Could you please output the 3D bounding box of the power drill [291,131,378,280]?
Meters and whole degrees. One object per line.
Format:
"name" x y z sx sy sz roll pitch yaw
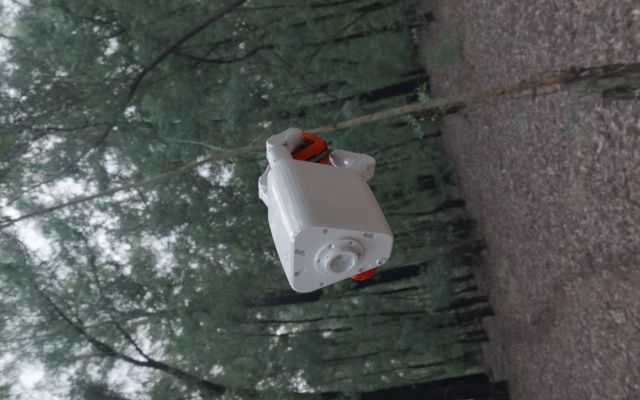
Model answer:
"power drill" 0.000 0.002 0.644 0.057 0.188 0.184 -32 23 -12
